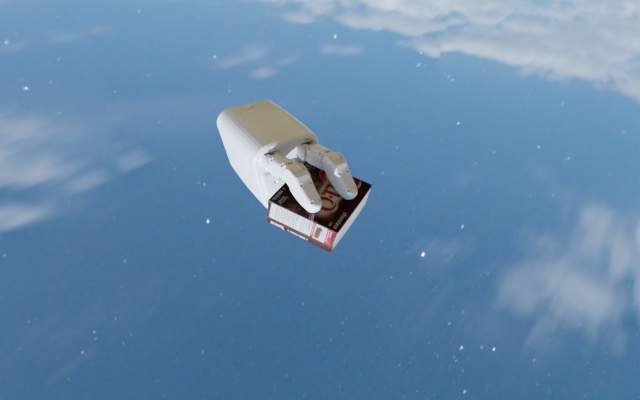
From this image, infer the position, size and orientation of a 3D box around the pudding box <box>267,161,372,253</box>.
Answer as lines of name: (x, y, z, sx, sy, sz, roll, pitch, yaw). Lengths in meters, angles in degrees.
pudding box: (0.000, 0.002, 0.578, 0.090, 0.039, 0.113, 24, 42, 13)
